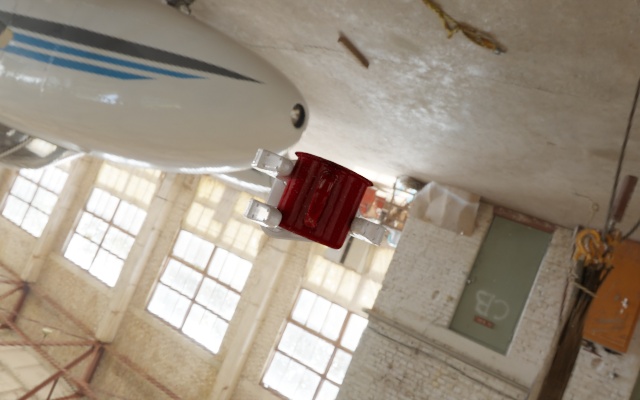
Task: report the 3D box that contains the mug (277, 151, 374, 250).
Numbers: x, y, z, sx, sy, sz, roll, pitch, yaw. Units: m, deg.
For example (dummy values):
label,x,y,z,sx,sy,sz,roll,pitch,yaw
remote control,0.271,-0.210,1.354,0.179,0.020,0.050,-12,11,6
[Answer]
label,x,y,z,sx,sy,sz,roll,pitch,yaw
mug,0.000,0.002,0.504,0.093,0.081,0.117,23,-3,-1
